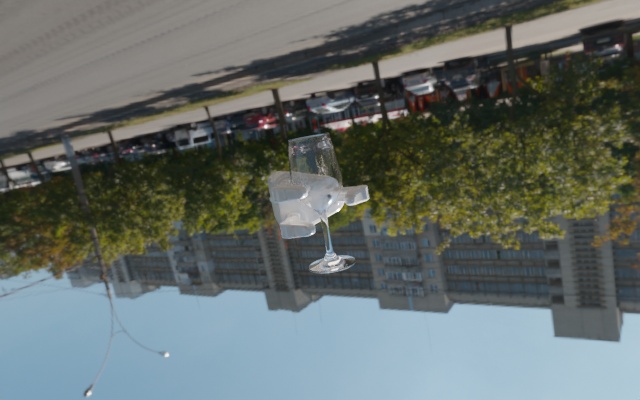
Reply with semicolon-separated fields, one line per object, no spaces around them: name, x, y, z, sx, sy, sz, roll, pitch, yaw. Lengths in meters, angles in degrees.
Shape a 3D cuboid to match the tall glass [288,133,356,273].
tall glass;0.000;0.003;0.719;0.079;0.201;0.079;-10;10;2
